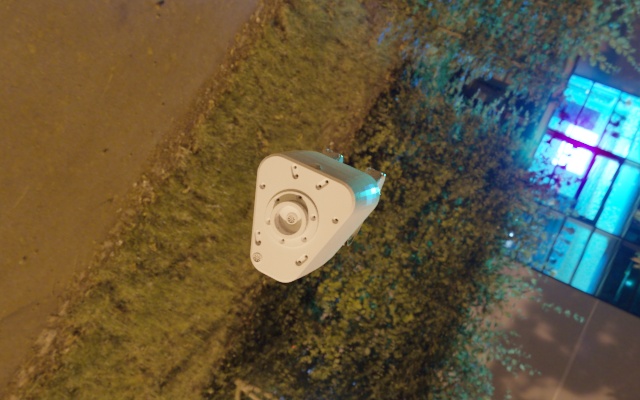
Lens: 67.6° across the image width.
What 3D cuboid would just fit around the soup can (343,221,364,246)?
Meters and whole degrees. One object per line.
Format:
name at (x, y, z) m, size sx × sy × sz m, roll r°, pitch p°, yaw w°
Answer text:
soup can at (0.000, 0.002, 0.554) m, size 0.102 × 0.068 × 0.068 m, roll 25°, pitch 6°, yaw 13°
